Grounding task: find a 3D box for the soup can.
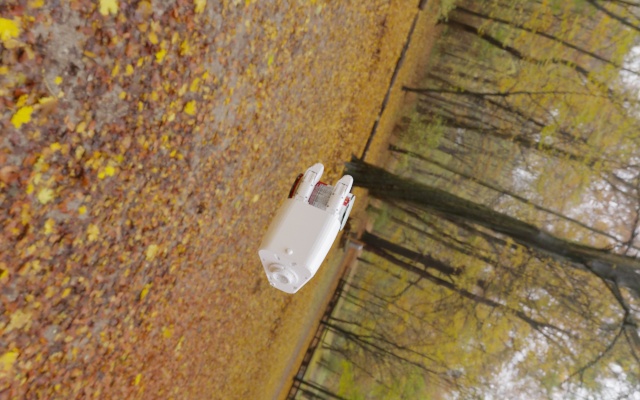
[{"bbox_3d":[0.001,0.003,0.822,0.102,0.068,0.068,22,3,8],"label":"soup can"}]
